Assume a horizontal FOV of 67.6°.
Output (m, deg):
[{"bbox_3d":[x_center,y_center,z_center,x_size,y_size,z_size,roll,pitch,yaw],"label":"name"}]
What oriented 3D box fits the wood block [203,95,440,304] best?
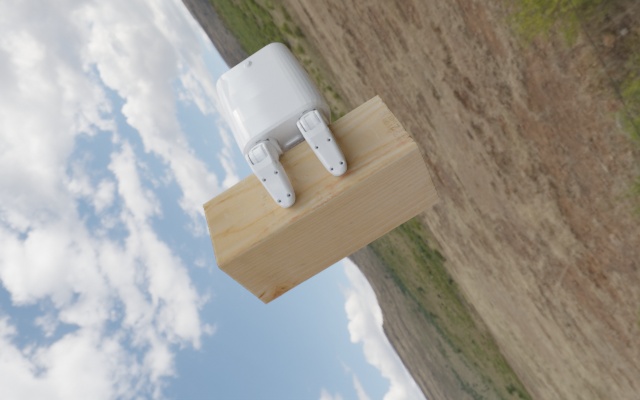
[{"bbox_3d":[0.000,0.002,0.477,0.206,0.090,0.091,-31,-42,6],"label":"wood block"}]
